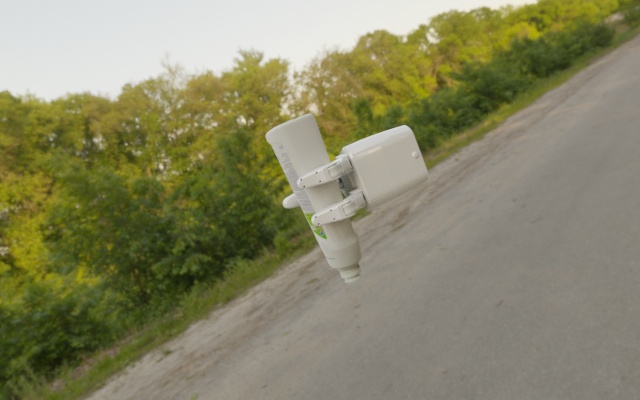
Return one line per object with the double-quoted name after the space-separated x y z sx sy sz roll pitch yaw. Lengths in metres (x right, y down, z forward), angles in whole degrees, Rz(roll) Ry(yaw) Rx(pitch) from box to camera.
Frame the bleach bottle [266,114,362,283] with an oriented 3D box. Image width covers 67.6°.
0.000 0.002 0.711 0.068 0.251 0.102 -24 7 -14 "bleach bottle"
